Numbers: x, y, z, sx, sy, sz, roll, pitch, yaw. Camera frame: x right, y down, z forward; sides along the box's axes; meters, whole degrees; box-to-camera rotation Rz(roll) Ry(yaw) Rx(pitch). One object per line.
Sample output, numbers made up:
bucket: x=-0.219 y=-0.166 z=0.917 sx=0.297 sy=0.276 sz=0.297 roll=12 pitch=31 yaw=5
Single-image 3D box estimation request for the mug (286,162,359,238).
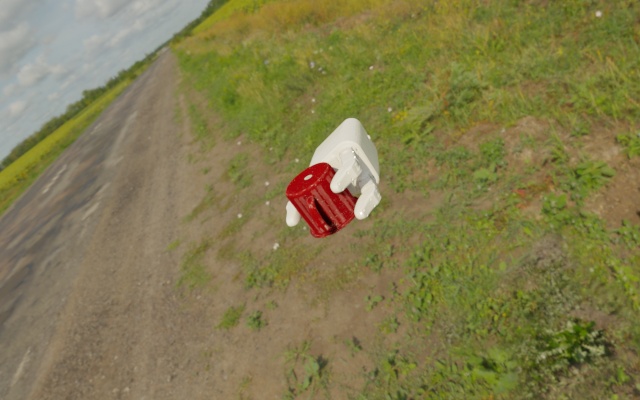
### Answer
mug: x=0.000 y=0.003 z=0.713 sx=0.093 sy=0.081 sz=0.117 roll=-28 pitch=24 yaw=20
